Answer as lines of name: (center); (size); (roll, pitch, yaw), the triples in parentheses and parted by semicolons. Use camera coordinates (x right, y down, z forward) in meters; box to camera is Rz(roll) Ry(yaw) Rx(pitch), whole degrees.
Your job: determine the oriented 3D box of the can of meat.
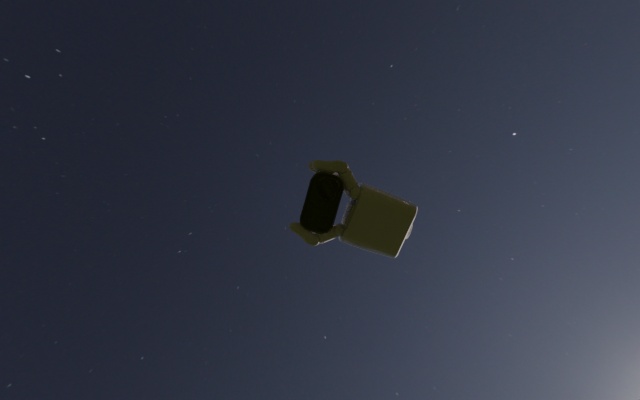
can of meat: (0.000, 0.003, 0.832); (0.057, 0.102, 0.084); (16, 1, -4)
